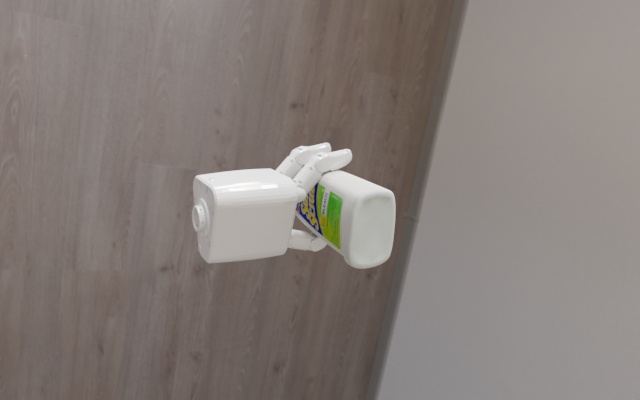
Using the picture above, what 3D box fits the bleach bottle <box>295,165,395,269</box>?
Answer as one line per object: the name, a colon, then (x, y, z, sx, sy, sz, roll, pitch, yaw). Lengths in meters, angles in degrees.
bleach bottle: (0.000, 0.002, 0.665, 0.068, 0.102, 0.250, -6, 17, -30)
